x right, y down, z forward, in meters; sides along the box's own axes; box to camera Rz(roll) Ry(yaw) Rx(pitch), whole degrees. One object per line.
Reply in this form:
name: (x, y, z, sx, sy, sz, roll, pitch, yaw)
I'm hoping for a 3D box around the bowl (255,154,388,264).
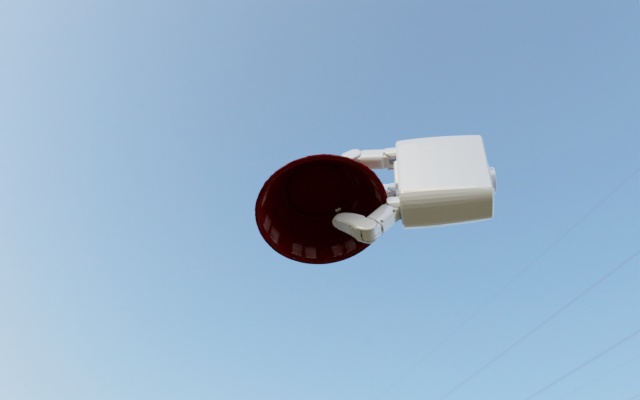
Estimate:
bowl: (-0.001, 0.002, 0.595, 0.162, 0.162, 0.055, 0, 34, -6)
